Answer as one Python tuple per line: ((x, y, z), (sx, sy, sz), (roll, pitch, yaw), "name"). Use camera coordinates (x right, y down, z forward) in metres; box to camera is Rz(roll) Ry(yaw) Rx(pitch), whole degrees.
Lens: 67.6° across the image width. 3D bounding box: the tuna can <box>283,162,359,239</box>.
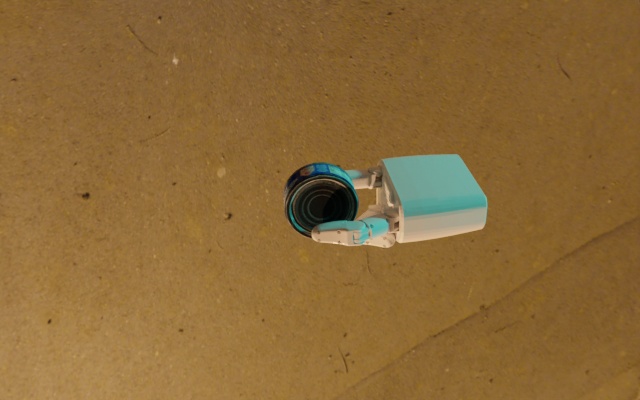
((0.000, 0.002, 0.548), (0.086, 0.086, 0.033), (0, 27, -7), "tuna can")
